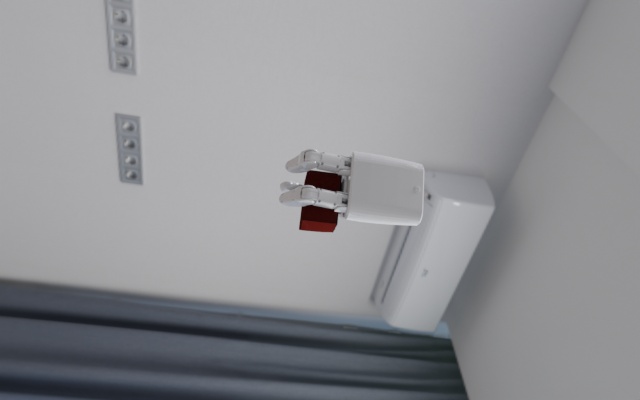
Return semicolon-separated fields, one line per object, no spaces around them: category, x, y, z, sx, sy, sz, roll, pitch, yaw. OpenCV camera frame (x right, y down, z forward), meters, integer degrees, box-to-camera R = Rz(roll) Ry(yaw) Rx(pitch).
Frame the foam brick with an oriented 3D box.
foam brick;0.000;0.003;0.687;0.051;0.078;0.053;8;-18;-5
